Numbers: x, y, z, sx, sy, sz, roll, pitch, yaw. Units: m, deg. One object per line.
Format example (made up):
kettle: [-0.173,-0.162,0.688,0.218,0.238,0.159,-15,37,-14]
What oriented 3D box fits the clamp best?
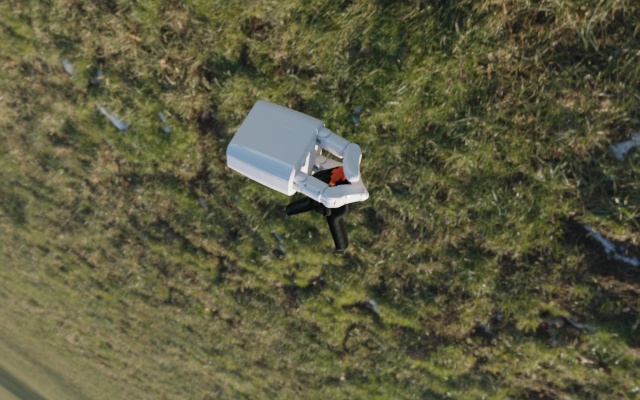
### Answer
clamp: [0.000,0.003,0.735,0.120,0.039,0.172,24,-39,12]
